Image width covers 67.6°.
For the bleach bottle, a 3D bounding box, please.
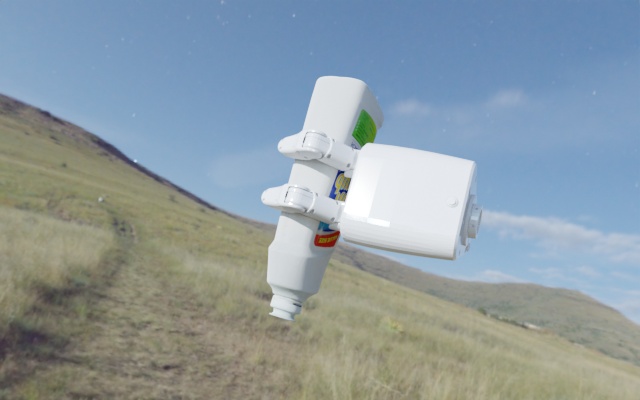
[{"bbox_3d":[0.000,0.002,0.507,0.068,0.250,0.103,11,-14,23],"label":"bleach bottle"}]
